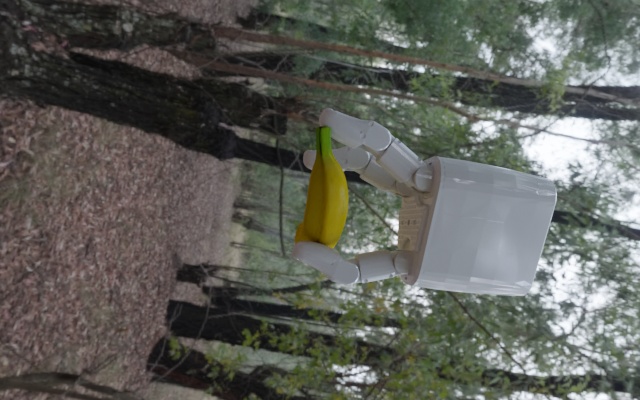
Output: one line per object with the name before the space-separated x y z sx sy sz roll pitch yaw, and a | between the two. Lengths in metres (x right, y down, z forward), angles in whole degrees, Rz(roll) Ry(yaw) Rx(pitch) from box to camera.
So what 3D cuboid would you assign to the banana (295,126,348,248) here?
banana | 0.000 0.016 0.446 0.037 0.069 0.198 6 -29 -6
